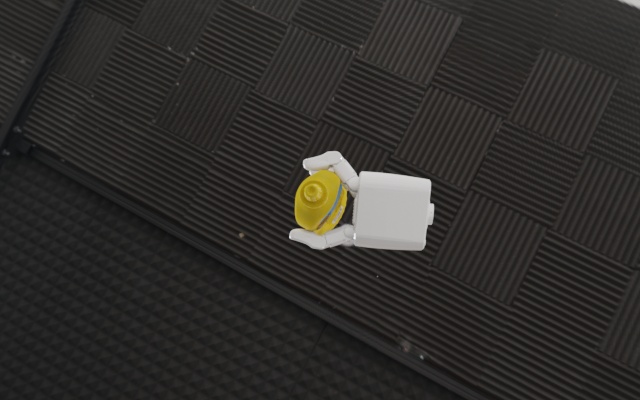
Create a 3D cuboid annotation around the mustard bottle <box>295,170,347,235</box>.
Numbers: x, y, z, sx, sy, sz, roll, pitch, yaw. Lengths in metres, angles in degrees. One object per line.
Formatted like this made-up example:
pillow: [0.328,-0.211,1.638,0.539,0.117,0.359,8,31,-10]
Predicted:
mustard bottle: [0.000,0.002,0.746,0.058,0.096,0.192,30,-4,11]
